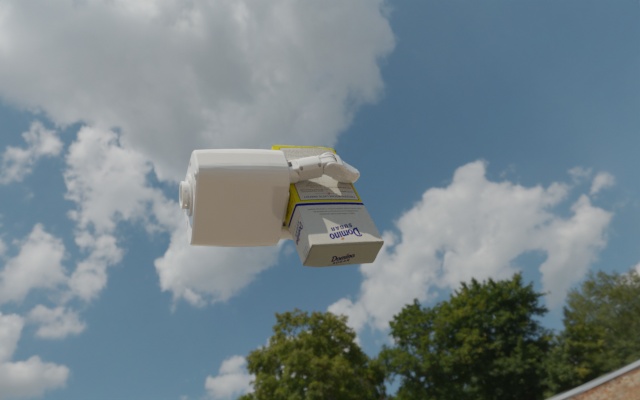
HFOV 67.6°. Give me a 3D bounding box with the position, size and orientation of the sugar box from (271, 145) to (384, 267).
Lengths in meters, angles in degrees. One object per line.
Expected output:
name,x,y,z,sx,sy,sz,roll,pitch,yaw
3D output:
sugar box,0.000,0.002,0.591,0.093,0.176,0.048,0,-44,-24
